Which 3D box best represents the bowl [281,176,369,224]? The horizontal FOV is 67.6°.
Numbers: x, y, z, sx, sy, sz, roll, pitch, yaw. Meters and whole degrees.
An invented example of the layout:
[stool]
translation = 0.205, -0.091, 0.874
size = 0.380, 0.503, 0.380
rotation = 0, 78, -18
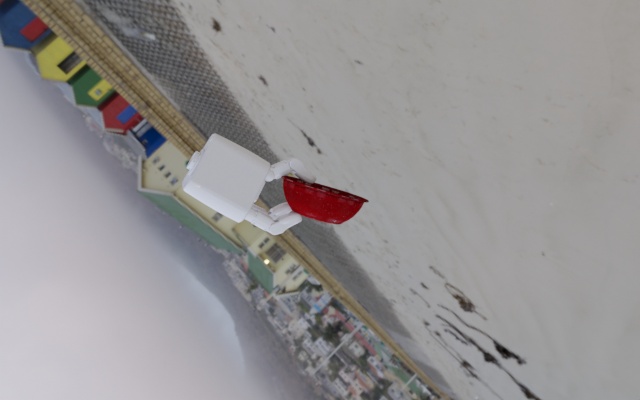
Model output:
[bowl]
translation = 0.001, 0.004, 0.837
size = 0.162, 0.055, 0.162
rotation = 16, 5, -1
